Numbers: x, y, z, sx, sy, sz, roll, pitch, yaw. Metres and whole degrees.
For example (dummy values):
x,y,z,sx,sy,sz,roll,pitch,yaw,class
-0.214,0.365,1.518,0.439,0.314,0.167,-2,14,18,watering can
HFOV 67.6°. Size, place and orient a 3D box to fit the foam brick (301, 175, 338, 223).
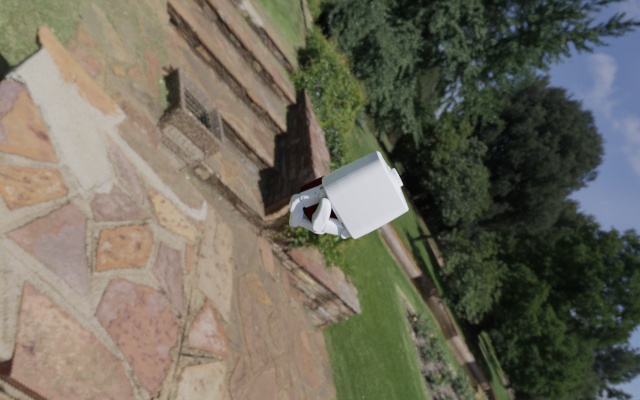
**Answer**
x,y,z,sx,sy,sz,roll,pitch,yaw,class
0.000,0.003,0.853,0.051,0.053,0.078,-28,31,13,foam brick
